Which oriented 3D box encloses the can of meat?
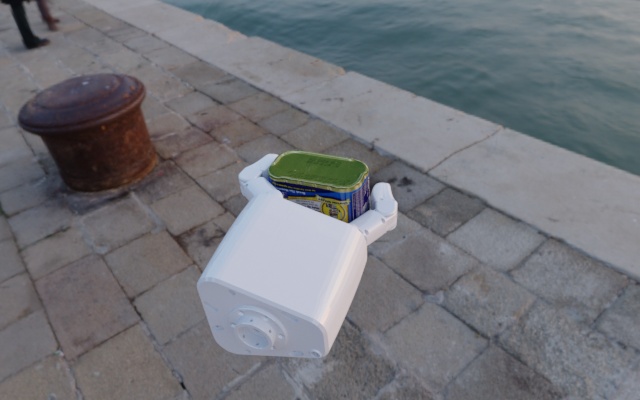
[{"bbox_3d":[0.000,0.001,0.480,0.102,0.084,0.057,10,40,20],"label":"can of meat"}]
